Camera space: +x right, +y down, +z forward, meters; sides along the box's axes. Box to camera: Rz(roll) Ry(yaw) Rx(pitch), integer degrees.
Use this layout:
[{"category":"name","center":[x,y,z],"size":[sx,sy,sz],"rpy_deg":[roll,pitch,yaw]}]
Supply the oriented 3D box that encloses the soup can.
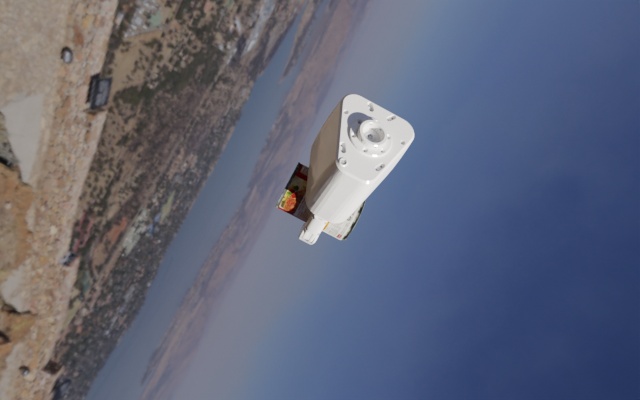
[{"category":"soup can","center":[0.000,0.003,0.638],"size":[0.102,0.068,0.068],"rpy_deg":[27,-3,-5]}]
